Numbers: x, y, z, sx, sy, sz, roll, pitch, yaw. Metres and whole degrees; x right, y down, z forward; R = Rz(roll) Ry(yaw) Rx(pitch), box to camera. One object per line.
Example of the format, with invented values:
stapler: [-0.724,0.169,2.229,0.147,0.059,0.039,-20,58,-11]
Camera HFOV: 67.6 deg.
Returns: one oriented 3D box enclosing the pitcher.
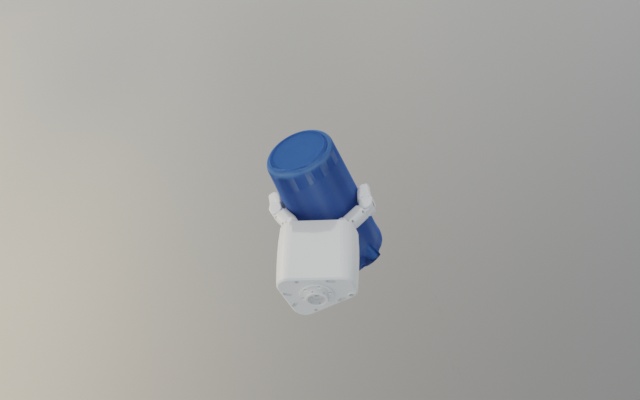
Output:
pitcher: [0.000,0.003,0.796,0.149,0.145,0.243,-13,-47,16]
